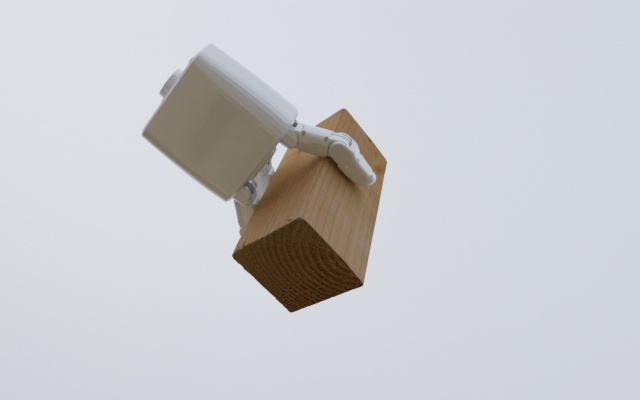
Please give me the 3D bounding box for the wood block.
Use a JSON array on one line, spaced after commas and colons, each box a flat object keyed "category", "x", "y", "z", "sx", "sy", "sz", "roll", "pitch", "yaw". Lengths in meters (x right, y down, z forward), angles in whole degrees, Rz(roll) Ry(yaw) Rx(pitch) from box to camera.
[{"category": "wood block", "x": 0.000, "y": 0.001, "z": 0.502, "sx": 0.091, "sy": 0.090, "sz": 0.206, "roll": -28, "pitch": 25, "yaw": 31}]
